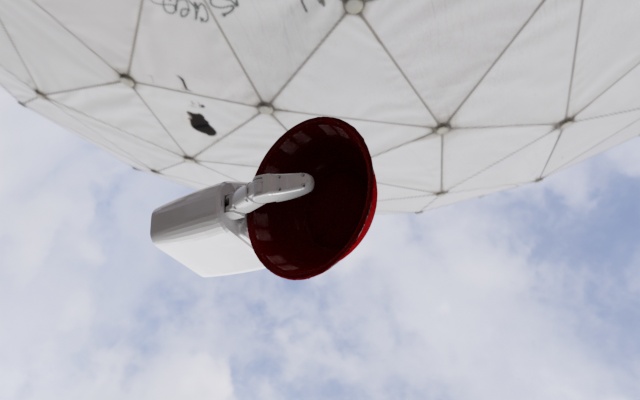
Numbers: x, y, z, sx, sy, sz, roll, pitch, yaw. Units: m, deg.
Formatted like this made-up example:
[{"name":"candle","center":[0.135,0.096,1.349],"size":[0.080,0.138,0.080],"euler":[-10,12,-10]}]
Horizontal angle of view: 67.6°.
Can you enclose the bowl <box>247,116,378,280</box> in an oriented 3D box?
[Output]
[{"name":"bowl","center":[0.001,0.002,0.475],"size":[0.162,0.162,0.055],"euler":[0,-14,42]}]
